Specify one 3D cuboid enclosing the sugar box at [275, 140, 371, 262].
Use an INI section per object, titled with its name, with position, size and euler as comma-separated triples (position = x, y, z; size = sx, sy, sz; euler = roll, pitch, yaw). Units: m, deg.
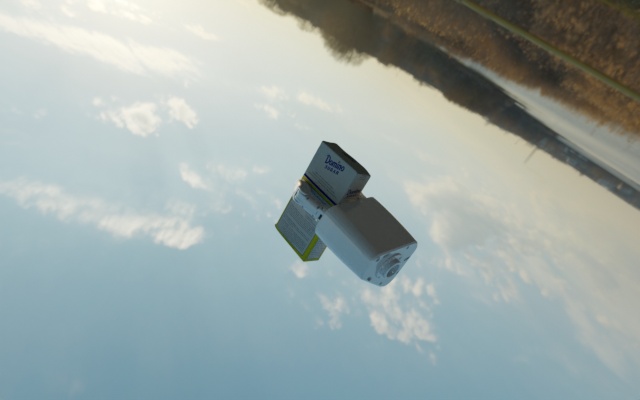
[sugar box]
position = 0.001, 0.003, 0.771
size = 0.048, 0.176, 0.093
euler = 6, 33, -51
